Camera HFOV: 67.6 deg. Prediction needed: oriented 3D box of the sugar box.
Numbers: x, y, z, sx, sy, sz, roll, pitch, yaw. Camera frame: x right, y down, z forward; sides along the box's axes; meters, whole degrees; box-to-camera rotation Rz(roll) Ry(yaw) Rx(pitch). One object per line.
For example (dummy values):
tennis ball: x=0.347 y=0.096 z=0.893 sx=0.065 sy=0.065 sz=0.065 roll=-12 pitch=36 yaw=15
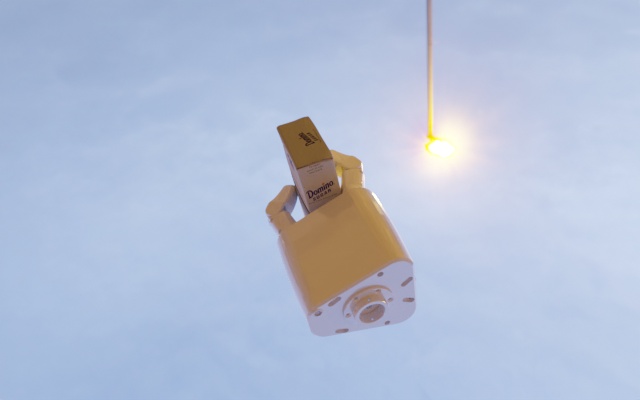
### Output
sugar box: x=0.001 y=0.002 z=0.551 sx=0.048 sy=0.176 sz=0.093 roll=-18 pitch=40 yaw=-7
